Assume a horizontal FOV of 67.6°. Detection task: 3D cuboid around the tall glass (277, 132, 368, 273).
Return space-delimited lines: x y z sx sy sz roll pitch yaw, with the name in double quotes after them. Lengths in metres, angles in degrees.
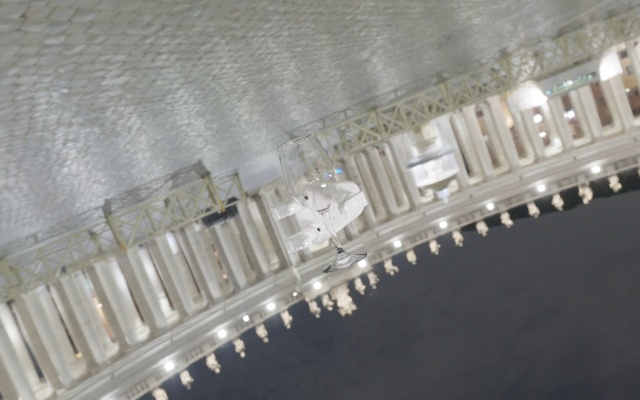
0.000 0.003 0.718 0.079 0.201 0.079 -22 4 2 "tall glass"
